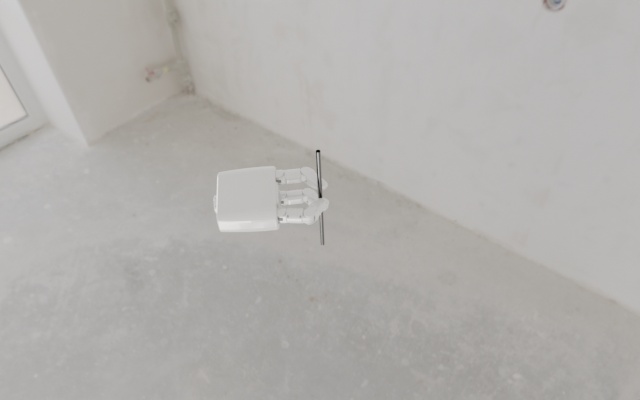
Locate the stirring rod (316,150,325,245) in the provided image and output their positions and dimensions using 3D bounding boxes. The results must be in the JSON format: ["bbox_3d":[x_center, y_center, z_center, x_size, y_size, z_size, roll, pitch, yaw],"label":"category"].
[{"bbox_3d":[0.000,0.003,0.873,0.011,0.011,0.240,0,-44,3],"label":"stirring rod"}]
